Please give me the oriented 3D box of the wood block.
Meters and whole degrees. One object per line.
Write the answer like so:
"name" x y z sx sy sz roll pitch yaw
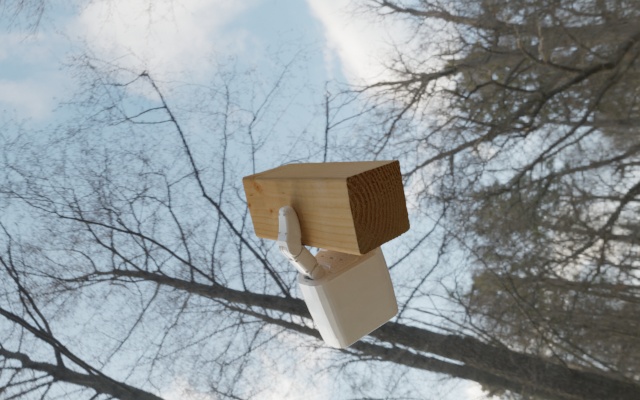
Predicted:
"wood block" 0.000 0.002 0.610 0.091 0.090 0.206 -22 16 -38
